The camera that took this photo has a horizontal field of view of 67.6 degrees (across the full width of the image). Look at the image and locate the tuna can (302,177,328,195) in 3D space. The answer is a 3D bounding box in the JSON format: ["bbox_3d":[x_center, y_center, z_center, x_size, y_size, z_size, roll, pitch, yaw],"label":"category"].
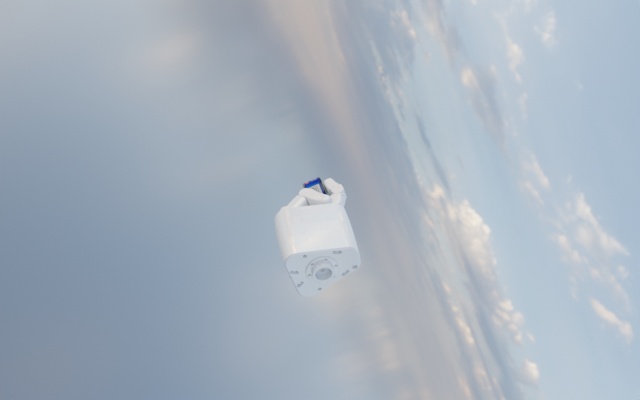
[{"bbox_3d":[0.001,0.002,0.844,0.034,0.086,0.086,-24,-1,2],"label":"tuna can"}]
